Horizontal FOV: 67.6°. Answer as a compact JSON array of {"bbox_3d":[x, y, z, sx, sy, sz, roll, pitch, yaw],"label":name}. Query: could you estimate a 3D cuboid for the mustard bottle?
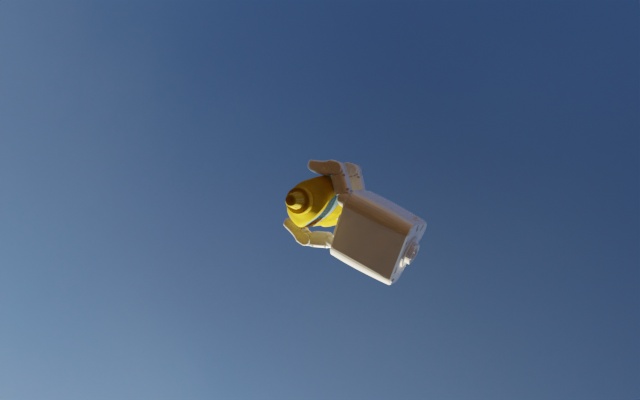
[{"bbox_3d":[0.000,0.002,0.763,0.096,0.058,0.191,-44,-18,19],"label":"mustard bottle"}]
